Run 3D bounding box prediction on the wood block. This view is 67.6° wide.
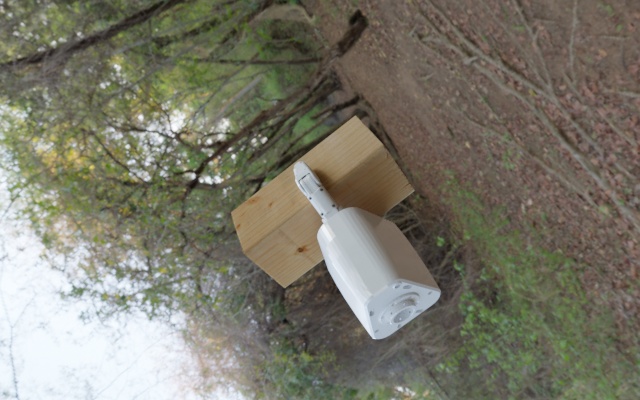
[{"bbox_3d":[0.000,0.002,0.607,0.091,0.206,0.090,49,7,-38],"label":"wood block"}]
